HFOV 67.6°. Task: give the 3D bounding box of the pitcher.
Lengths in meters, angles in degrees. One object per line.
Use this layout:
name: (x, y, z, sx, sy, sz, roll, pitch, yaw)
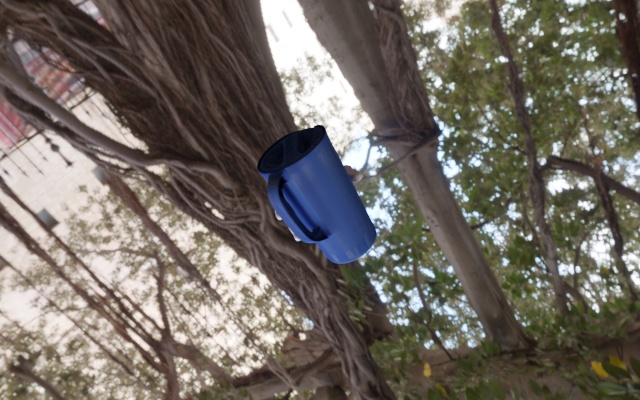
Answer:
pitcher: (0.000, 0.003, 0.846, 0.149, 0.243, 0.145, -36, 28, -6)
